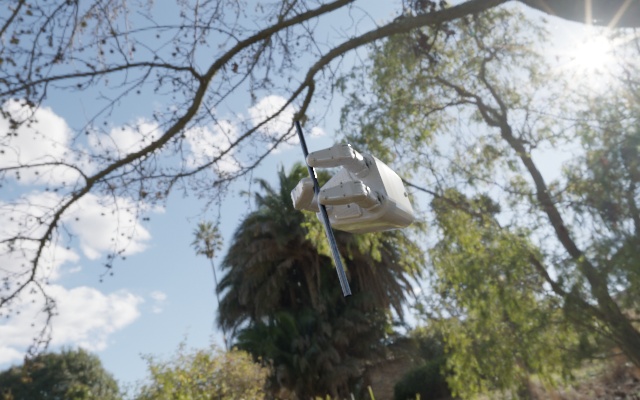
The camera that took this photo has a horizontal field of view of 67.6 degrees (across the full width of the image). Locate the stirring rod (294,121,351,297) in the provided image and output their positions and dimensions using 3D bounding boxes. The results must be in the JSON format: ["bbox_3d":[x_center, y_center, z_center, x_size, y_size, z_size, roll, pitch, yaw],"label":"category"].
[{"bbox_3d":[0.000,0.002,0.588,0.011,0.239,0.011,-14,-23,-6],"label":"stirring rod"}]
